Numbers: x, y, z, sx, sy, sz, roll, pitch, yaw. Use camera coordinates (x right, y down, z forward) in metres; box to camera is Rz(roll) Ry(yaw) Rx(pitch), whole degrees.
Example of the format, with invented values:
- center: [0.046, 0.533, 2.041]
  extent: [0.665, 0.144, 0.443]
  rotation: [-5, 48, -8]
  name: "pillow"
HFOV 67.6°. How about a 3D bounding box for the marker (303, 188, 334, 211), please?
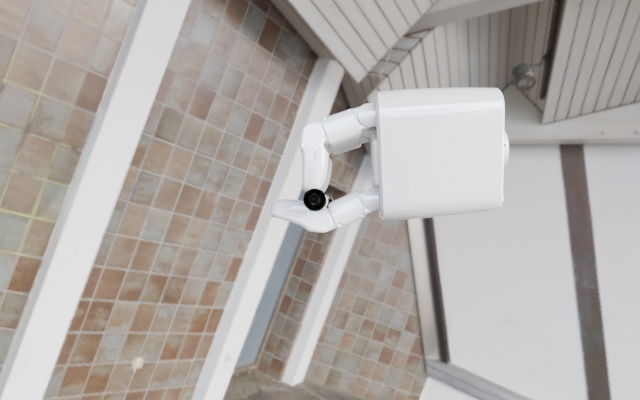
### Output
- center: [0.000, 0.001, 0.444]
  extent: [0.020, 0.020, 0.121]
  rotation: [0, -2, 5]
  name: "marker"
